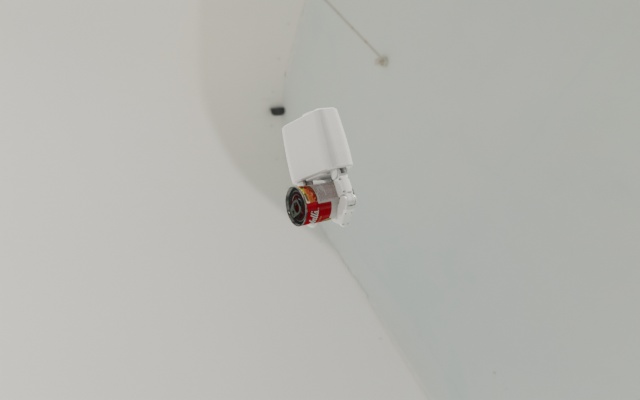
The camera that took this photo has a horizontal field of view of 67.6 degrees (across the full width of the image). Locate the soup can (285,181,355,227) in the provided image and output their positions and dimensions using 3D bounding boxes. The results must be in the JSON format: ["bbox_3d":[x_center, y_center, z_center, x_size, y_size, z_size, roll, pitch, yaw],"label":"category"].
[{"bbox_3d":[0.001,0.003,0.822,0.102,0.068,0.068,-10,5,-31],"label":"soup can"}]
